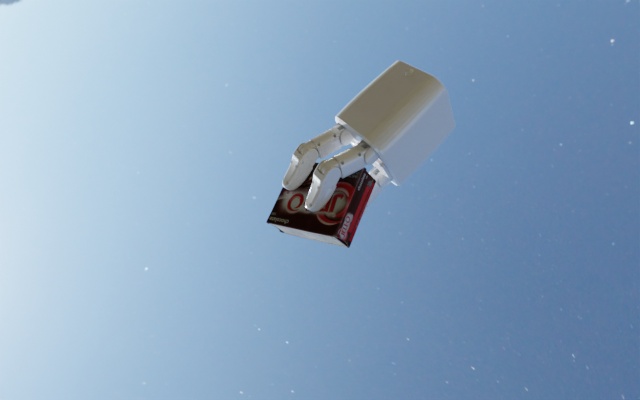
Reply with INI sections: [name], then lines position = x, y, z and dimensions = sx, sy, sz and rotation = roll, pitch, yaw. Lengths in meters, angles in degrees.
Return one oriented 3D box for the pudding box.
[pudding box]
position = 0.000, 0.002, 0.572
dimensions = 0.113, 0.090, 0.039
rotation = 7, -25, 42
